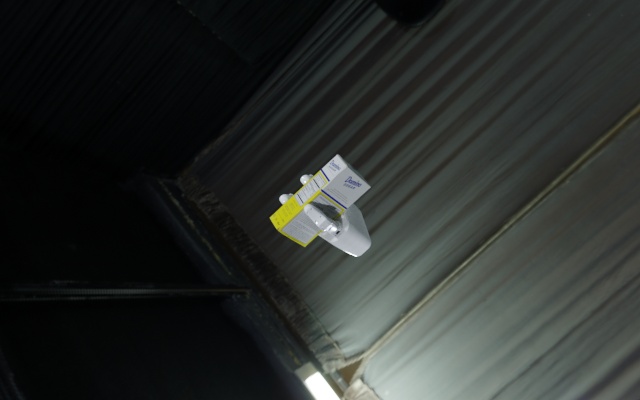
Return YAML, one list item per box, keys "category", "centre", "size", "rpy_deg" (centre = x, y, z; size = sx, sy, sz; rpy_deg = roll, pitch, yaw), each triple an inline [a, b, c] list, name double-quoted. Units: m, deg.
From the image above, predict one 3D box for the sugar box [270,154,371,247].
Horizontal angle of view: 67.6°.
- category: "sugar box"
  centre: [0.000, 0.003, 0.895]
  size: [0.093, 0.176, 0.048]
  rpy_deg: [36, 13, -48]
